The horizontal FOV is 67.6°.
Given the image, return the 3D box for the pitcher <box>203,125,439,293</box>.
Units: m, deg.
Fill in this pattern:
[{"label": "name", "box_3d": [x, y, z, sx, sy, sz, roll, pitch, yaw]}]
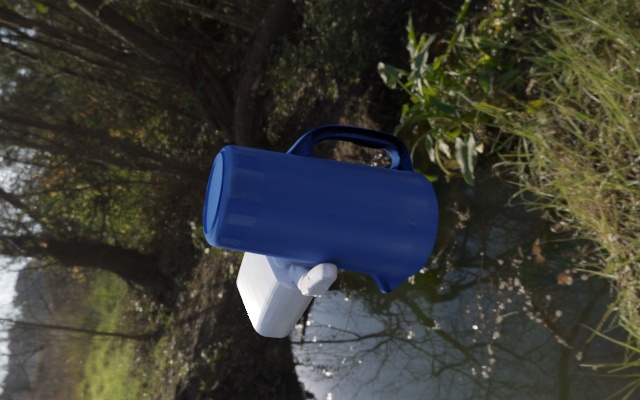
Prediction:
[{"label": "pitcher", "box_3d": [0.000, 0.002, 0.541, 0.243, 0.145, 0.149, 10, 39, -22]}]
